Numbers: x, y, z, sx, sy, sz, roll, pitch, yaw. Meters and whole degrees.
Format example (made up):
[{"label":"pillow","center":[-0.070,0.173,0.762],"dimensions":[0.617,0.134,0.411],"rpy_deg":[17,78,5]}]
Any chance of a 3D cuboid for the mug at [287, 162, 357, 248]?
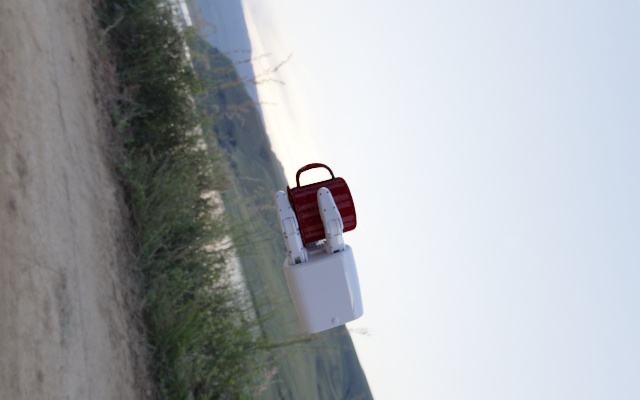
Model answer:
[{"label":"mug","center":[0.000,0.001,0.678],"dimensions":[0.081,0.117,0.093],"rpy_deg":[-15,16,-8]}]
